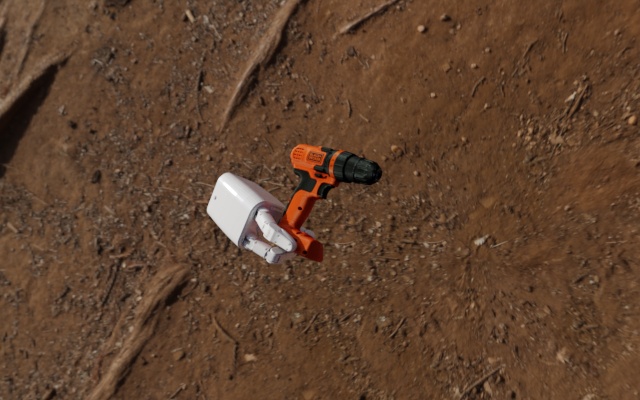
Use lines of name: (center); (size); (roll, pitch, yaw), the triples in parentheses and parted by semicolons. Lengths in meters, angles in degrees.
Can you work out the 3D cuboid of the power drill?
power drill: (0.000, 0.003, 0.794); (0.184, 0.187, 0.057); (17, -8, 42)
